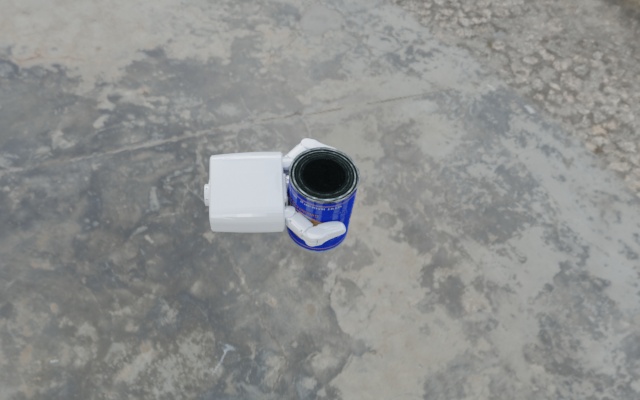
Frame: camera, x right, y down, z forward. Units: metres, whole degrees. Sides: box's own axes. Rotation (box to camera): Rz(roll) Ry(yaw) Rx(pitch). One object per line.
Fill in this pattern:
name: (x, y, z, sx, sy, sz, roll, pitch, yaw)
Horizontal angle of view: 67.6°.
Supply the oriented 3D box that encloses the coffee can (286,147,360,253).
coffee can: (0.000, 0.003, 0.733, 0.103, 0.102, 0.140, 0, -36, -6)
